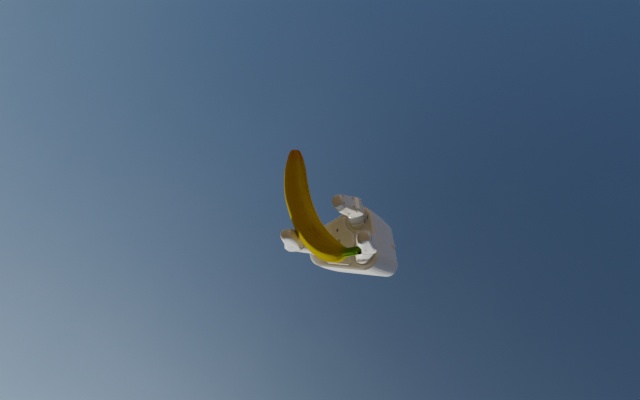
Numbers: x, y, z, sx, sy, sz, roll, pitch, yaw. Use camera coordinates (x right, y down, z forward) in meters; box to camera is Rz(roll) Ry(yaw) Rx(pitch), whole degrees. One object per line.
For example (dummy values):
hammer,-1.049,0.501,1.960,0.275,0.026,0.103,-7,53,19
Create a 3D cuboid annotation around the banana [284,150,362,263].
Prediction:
banana,-0.012,0.016,0.667,0.069,0.197,0.037,-41,-31,15
